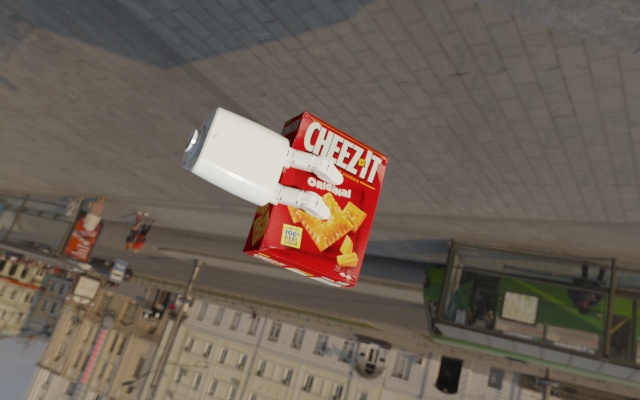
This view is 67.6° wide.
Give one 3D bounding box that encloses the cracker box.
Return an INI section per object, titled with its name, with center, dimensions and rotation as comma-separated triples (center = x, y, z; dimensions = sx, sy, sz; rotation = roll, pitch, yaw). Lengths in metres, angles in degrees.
[cracker box]
center = 0.000, 0.002, 0.705
dimensions = 0.164, 0.213, 0.072
rotation = 25, -19, -26
